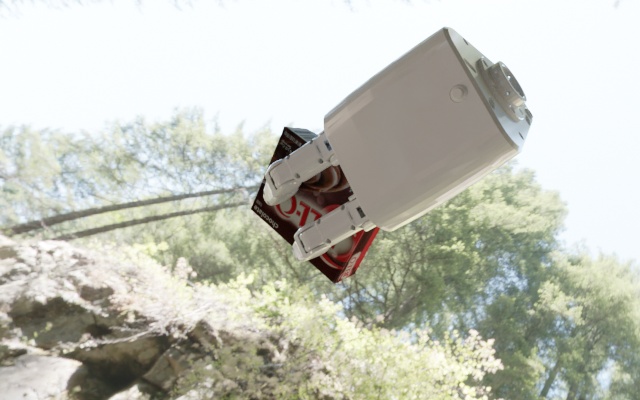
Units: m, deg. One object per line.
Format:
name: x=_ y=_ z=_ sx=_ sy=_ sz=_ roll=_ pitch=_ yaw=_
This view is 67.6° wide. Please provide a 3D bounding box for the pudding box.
pudding box: x=0.000 y=0.001 z=0.414 sx=0.113 sy=0.090 sz=0.039 roll=40 pitch=28 yaw=27
